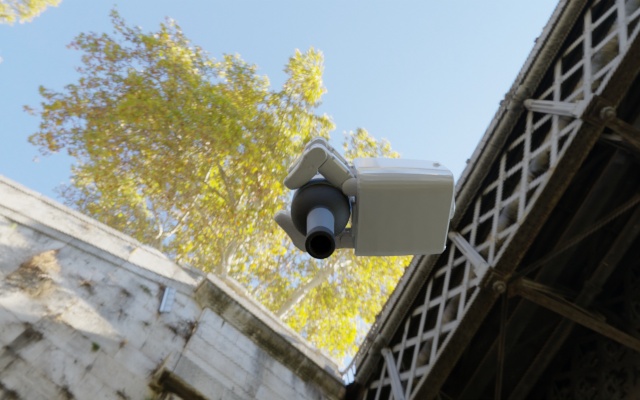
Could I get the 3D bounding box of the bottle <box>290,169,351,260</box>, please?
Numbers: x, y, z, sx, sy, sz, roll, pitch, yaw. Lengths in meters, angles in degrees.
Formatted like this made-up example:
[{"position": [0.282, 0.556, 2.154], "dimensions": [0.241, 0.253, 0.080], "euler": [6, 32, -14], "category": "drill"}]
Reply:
[{"position": [0.000, 0.002, 0.560], "dimensions": [0.069, 0.069, 0.295], "euler": [0, 15, 0], "category": "bottle"}]
